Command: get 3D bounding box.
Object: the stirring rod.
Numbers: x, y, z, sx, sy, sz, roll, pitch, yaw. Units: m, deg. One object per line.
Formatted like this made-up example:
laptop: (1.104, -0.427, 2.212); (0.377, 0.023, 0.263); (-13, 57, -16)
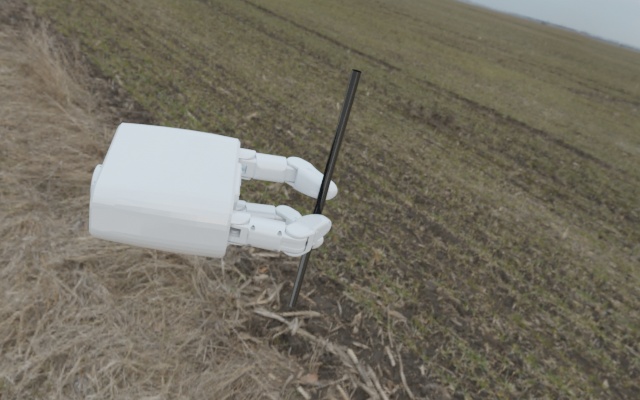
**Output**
stirring rod: (0.000, 0.001, 0.432); (0.011, 0.240, 0.011); (12, 26, -6)
